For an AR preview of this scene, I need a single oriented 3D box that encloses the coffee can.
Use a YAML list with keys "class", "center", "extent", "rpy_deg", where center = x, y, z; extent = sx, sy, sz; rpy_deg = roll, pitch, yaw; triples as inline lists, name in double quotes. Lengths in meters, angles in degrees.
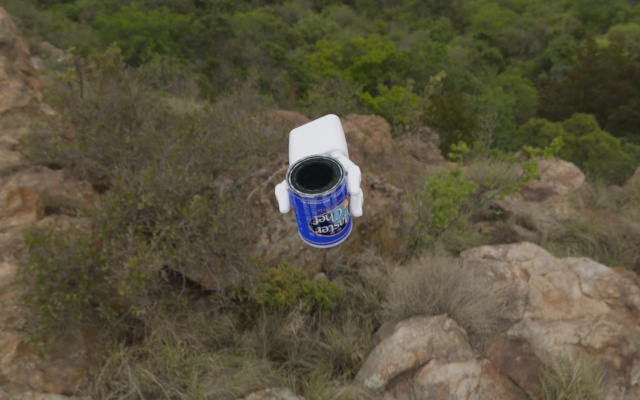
- class: "coffee can"
  center: [0.000, 0.003, 0.855]
  extent: [0.103, 0.102, 0.140]
  rpy_deg: [0, -42, 10]
